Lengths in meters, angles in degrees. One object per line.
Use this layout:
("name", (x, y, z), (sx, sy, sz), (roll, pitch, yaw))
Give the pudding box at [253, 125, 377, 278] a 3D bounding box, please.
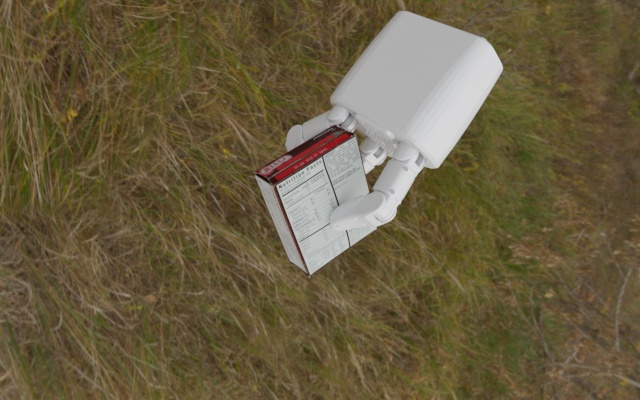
("pudding box", (0.000, 0.001, 0.436), (0.090, 0.114, 0.039), (-32, 36, -20))
